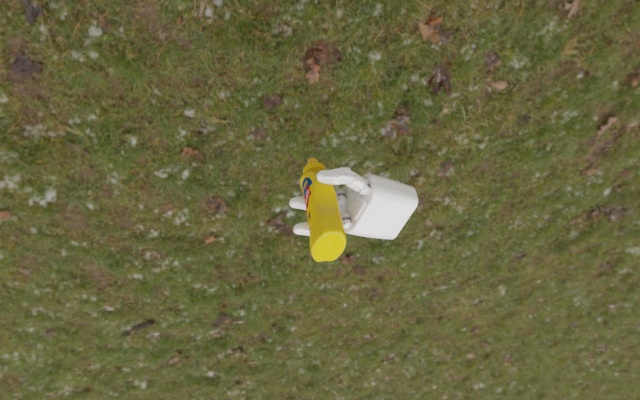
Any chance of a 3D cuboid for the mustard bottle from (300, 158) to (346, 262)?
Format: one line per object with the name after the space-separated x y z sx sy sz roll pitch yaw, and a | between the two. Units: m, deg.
0.000 0.003 0.833 0.058 0.191 0.096 -3 -35 -10 | mustard bottle
